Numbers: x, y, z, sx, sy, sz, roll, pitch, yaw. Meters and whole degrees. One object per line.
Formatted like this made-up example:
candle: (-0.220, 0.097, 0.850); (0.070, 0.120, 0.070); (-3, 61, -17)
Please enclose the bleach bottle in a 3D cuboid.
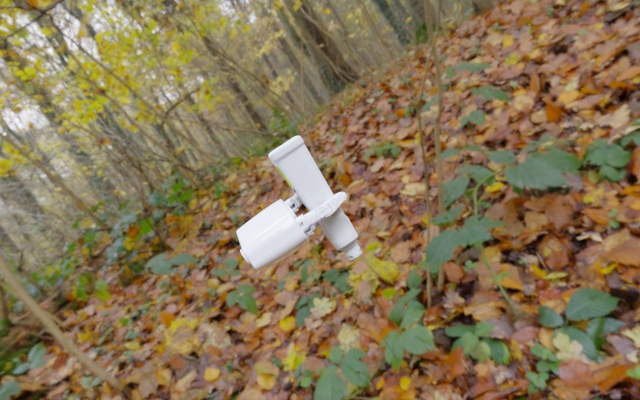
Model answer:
bleach bottle: (0.000, 0.003, 0.882); (0.068, 0.251, 0.102); (-34, 9, -2)
